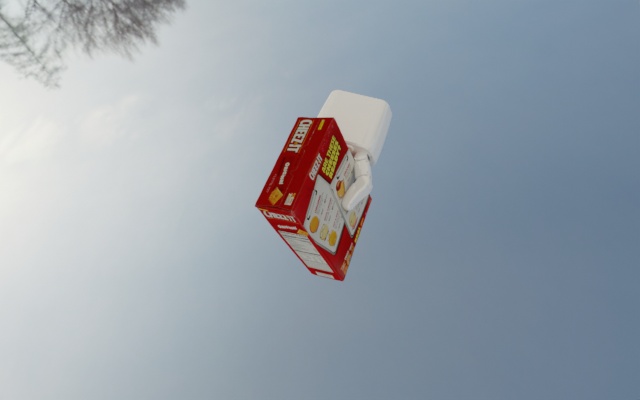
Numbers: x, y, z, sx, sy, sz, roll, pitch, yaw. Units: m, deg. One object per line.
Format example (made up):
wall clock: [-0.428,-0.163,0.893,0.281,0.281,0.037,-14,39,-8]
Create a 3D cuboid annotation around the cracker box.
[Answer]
cracker box: [0.000,0.003,0.737,0.072,0.164,0.214,7,-30,29]
